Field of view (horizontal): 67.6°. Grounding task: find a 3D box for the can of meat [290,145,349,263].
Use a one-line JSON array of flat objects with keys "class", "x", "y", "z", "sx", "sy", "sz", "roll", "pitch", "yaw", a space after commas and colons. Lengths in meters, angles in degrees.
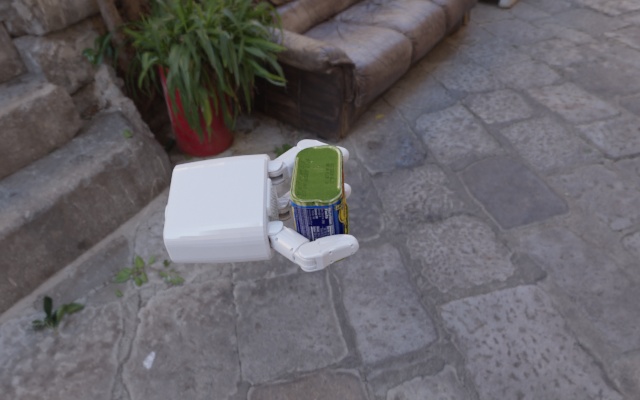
[{"class": "can of meat", "x": 0.000, "y": 0.001, "z": 0.510, "sx": 0.057, "sy": 0.084, "sz": 0.102, "roll": -3, "pitch": 40, "yaw": 5}]
